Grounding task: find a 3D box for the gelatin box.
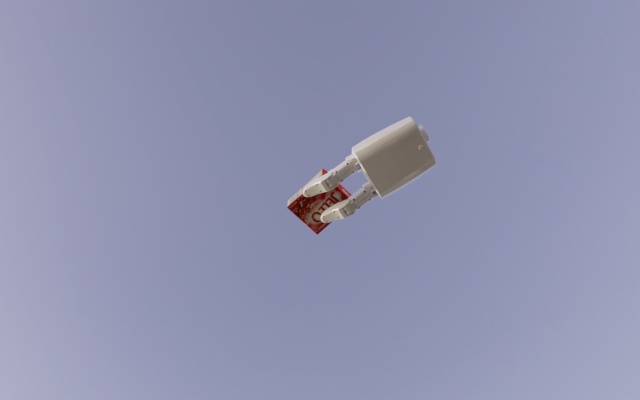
[{"bbox_3d":[0.000,0.003,0.797,0.089,0.073,0.030,-41,18,19],"label":"gelatin box"}]
